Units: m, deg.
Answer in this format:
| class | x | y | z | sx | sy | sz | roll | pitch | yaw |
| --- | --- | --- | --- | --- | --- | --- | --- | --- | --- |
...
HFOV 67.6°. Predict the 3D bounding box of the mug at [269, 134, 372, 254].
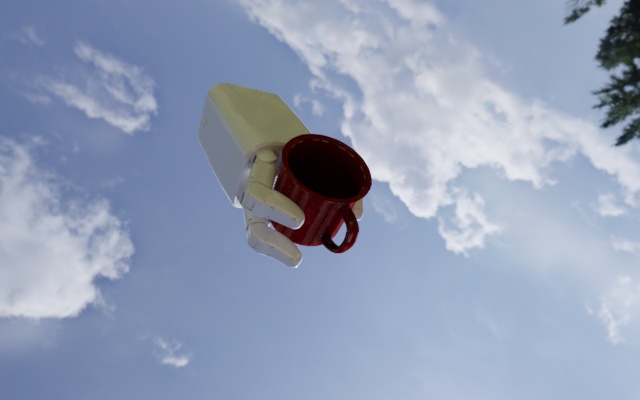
| class | x | y | z | sx | sy | sz | roll | pitch | yaw |
| --- | --- | --- | --- | --- | --- | --- | --- | --- | --- |
| mug | 0.001 | 0.003 | 0.482 | 0.093 | 0.117 | 0.081 | -14 | -33 | -35 |
